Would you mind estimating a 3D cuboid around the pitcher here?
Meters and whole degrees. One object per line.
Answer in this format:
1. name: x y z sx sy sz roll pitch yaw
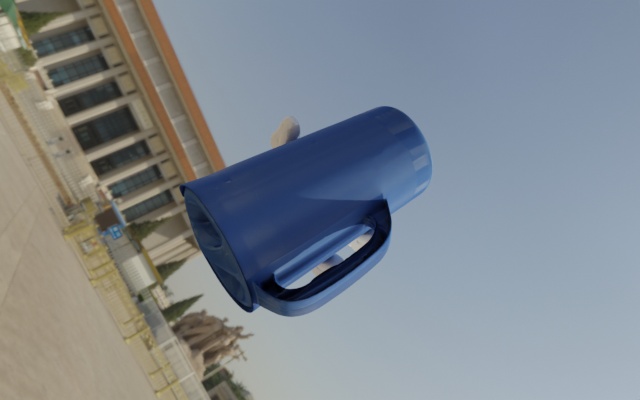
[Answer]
1. pitcher: 0.000 0.002 0.478 0.243 0.149 0.145 -29 3 -23
